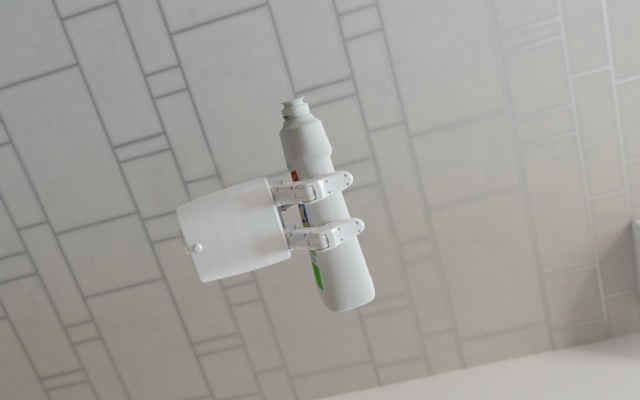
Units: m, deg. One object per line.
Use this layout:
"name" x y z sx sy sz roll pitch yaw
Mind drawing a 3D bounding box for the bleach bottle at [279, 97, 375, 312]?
"bleach bottle" 0.000 0.002 0.576 0.068 0.251 0.102 -18 14 -6
